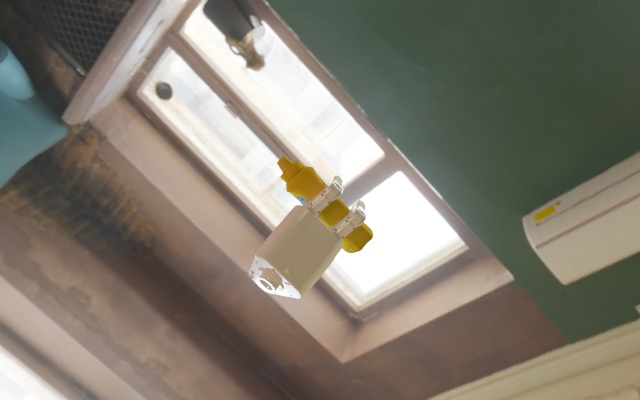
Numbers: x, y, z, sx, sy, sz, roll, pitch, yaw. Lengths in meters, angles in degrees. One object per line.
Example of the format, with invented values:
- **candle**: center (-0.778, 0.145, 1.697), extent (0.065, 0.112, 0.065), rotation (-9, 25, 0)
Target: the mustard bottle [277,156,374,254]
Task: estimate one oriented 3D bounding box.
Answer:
- **mustard bottle**: center (0.001, 0.002, 0.779), extent (0.191, 0.058, 0.096), rotation (46, -6, -10)
